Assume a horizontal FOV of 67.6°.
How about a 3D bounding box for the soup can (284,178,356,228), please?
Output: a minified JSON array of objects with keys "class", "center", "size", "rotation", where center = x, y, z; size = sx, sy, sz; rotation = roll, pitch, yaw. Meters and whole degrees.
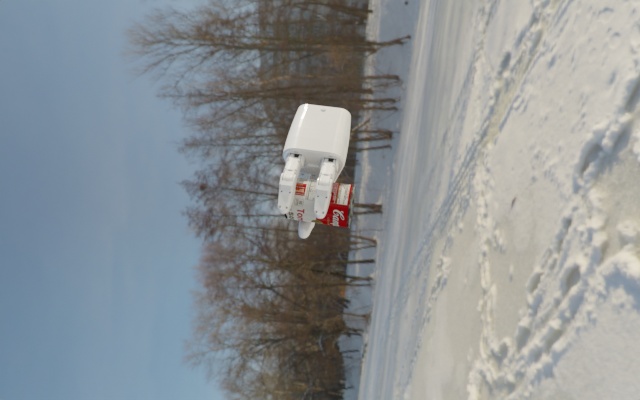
[{"class":"soup can","center":[0.000,0.003,0.746],"size":[0.102,0.068,0.068],"rotation":[8,1,6]}]
